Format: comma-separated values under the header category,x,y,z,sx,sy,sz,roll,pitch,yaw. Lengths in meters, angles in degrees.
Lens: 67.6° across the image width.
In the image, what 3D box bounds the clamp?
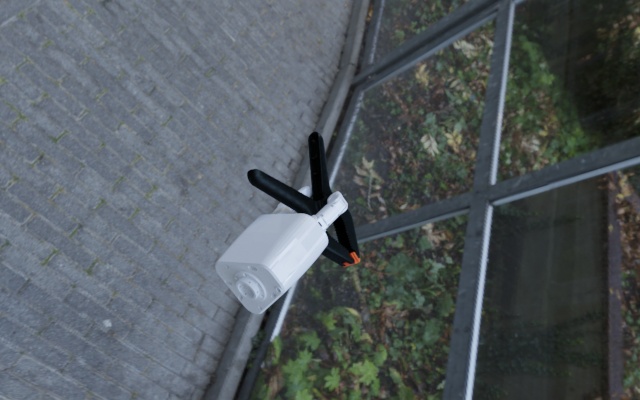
category,x,y,z,sx,sy,sz,roll,pitch,yaw
clamp,0.001,0.003,0.719,0.036,0.210,0.164,-23,18,45
